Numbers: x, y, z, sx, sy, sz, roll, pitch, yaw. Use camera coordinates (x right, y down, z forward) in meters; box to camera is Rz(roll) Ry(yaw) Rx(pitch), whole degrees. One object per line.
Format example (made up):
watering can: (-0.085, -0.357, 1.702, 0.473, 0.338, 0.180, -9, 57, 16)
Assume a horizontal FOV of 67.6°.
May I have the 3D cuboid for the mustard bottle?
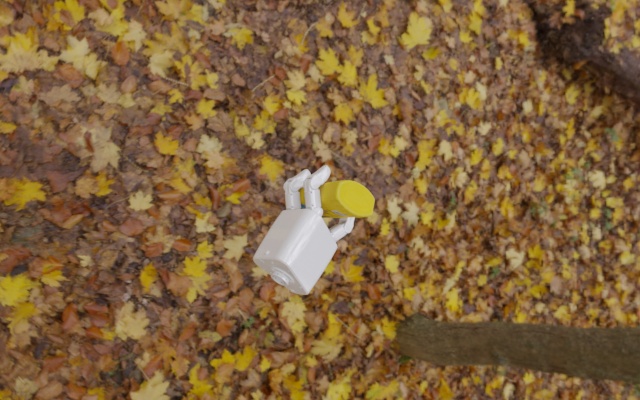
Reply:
mustard bottle: (0.000, 0.003, 0.883, 0.096, 0.058, 0.191, 22, -18, -39)
